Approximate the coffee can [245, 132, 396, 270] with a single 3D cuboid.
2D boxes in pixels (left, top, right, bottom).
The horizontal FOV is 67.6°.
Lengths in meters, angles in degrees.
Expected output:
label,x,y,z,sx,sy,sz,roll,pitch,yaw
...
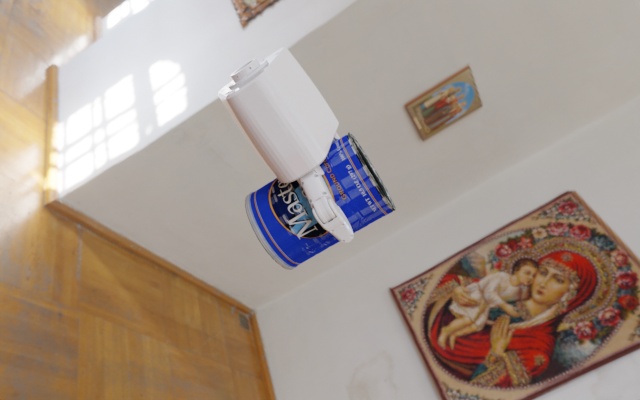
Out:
label,x,y,z,sx,sy,sz,roll,pitch,yaw
coffee can,0.000,0.002,0.549,0.140,0.103,0.103,-31,-7,11
